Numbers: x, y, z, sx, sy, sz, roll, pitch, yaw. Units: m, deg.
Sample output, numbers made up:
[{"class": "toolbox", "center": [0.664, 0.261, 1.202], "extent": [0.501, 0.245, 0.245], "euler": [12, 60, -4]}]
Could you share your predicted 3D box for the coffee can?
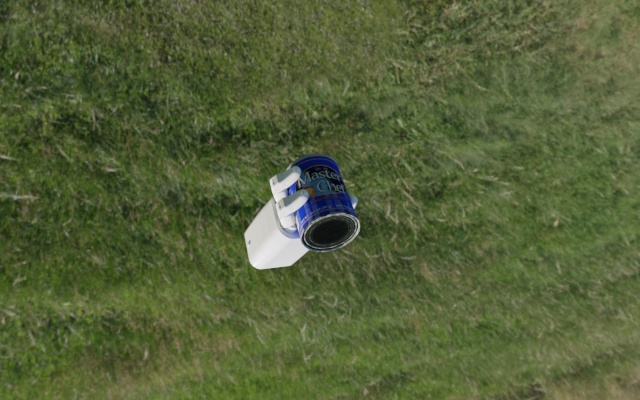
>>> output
[{"class": "coffee can", "center": [0.000, 0.002, 0.830], "extent": [0.103, 0.140, 0.103], "euler": [-11, -39, -9]}]
